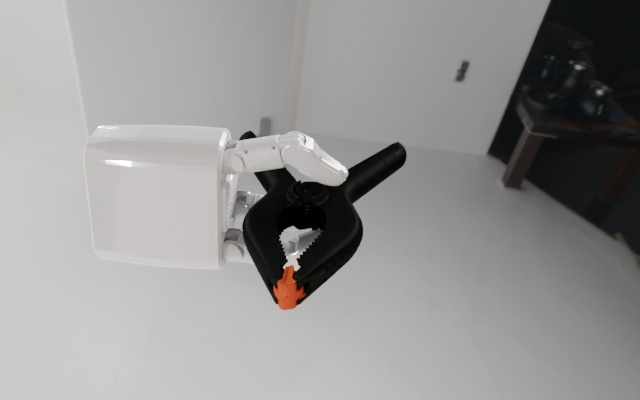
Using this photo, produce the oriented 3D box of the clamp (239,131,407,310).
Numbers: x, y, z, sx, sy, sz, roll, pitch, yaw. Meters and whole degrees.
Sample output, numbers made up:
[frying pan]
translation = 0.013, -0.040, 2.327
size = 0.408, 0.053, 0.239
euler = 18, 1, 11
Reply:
[clamp]
translation = 0.000, 0.001, 0.401
size = 0.164, 0.036, 0.209
euler = 0, 38, 1
